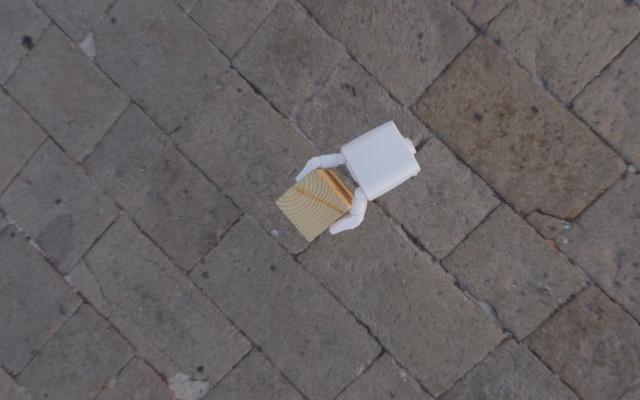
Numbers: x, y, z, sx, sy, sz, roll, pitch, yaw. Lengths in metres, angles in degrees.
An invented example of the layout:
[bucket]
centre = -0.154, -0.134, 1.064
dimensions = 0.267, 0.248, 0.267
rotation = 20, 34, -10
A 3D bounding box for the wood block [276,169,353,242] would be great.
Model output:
[wood block]
centre = 0.000, 0.002, 0.887
dimensions = 0.090, 0.091, 0.206
rotation = -41, -3, 8
